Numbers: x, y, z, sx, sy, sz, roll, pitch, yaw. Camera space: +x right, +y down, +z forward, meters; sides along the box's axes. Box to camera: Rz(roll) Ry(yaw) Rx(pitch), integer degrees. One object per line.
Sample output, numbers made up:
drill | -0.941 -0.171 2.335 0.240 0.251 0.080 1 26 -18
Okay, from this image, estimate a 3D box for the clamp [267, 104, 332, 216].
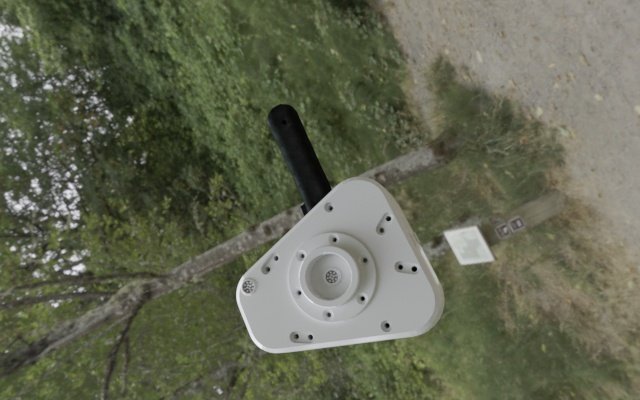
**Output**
clamp | 0.000 0.002 0.402 0.039 0.171 0.120 -27 -15 7
